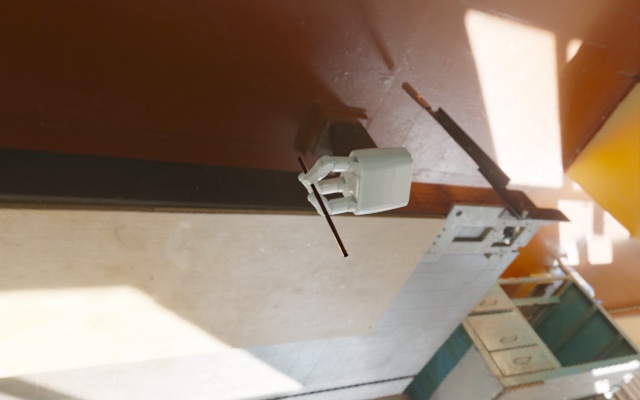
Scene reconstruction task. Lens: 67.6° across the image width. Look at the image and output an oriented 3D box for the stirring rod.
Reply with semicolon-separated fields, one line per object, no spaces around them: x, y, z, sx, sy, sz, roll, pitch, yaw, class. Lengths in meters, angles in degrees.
0.000;0.003;0.800;0.011;0.011;0.239;0;42;-26;stirring rod
